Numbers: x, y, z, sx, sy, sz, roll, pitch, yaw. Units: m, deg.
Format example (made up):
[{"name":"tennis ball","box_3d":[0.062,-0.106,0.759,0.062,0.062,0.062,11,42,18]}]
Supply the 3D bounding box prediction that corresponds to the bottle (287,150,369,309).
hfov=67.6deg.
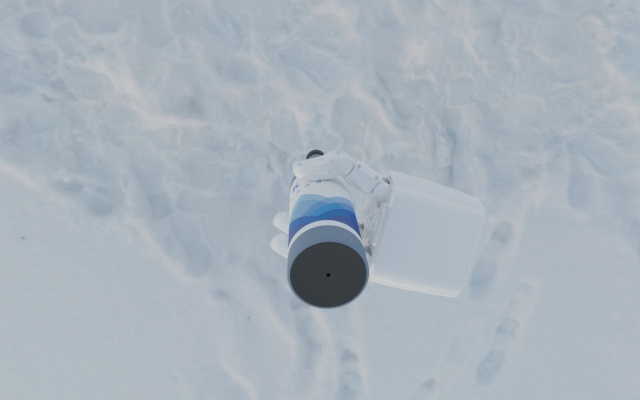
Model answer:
[{"name":"bottle","box_3d":[0.000,0.002,0.516,0.069,0.069,0.295,0,23,-3]}]
